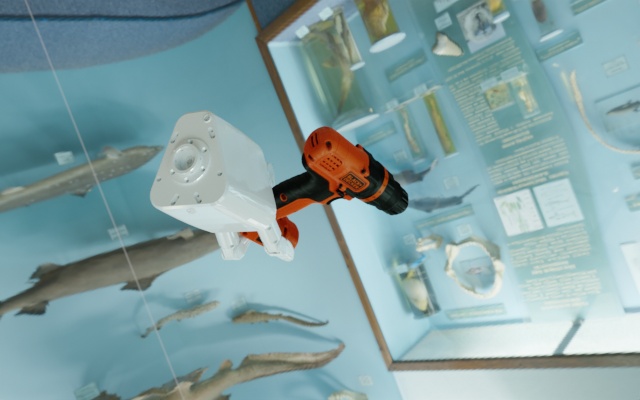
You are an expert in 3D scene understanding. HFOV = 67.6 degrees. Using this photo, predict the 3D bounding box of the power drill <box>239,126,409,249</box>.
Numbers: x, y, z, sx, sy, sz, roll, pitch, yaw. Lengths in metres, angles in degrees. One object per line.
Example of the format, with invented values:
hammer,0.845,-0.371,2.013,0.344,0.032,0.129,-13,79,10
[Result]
power drill,0.000,0.002,0.613,0.188,0.057,0.184,-33,-45,25
